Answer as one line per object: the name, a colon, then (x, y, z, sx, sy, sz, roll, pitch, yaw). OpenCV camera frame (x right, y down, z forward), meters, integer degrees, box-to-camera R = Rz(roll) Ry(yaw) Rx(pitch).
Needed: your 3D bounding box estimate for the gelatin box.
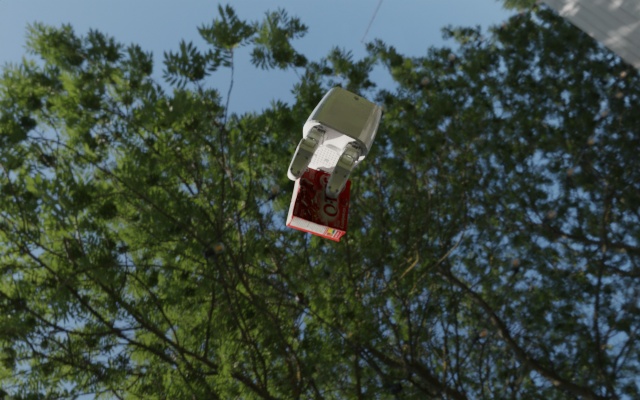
gelatin box: (0.000, 0.003, 0.629, 0.073, 0.089, 0.030, 18, -39, -10)
